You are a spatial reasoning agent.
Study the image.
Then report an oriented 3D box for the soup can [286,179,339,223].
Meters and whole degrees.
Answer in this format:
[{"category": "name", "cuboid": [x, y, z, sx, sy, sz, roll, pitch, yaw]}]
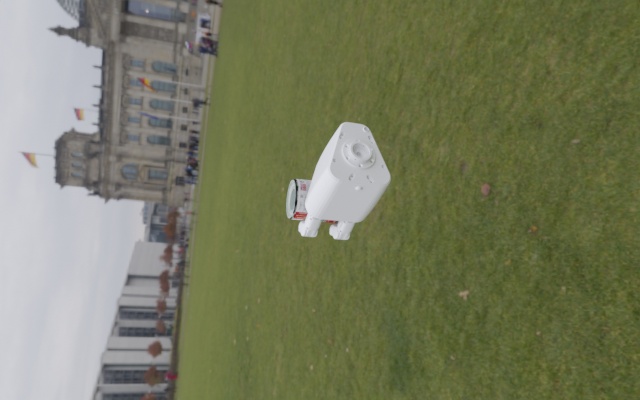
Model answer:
[{"category": "soup can", "cuboid": [0.000, 0.003, 0.792, 0.102, 0.068, 0.068, 6, -2, -16]}]
